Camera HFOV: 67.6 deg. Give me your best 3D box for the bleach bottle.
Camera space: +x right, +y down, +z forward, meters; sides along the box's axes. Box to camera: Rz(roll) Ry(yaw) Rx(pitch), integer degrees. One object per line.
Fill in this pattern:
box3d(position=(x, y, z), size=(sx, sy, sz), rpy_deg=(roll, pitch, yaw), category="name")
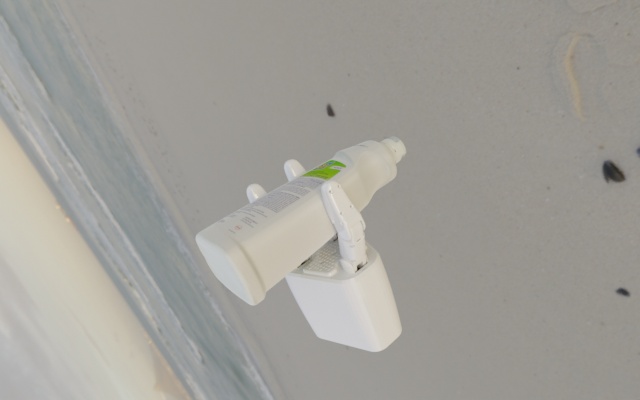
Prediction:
box3d(position=(0.000, 0.002, 0.502), size=(0.250, 0.068, 0.102), rpy_deg=(-34, 27, -25), category="bleach bottle")
